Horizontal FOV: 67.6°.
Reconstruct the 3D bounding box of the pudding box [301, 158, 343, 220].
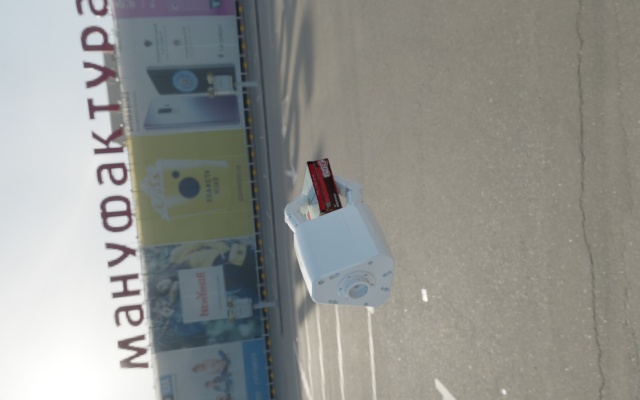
[{"bbox_3d":[0.000,0.002,0.734,0.039,0.090,0.113,-8,-26,-13],"label":"pudding box"}]
